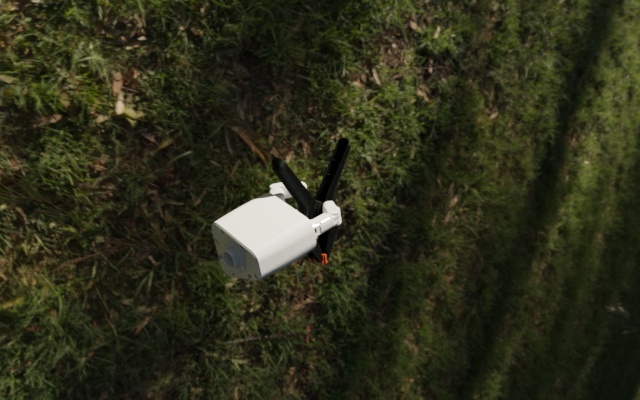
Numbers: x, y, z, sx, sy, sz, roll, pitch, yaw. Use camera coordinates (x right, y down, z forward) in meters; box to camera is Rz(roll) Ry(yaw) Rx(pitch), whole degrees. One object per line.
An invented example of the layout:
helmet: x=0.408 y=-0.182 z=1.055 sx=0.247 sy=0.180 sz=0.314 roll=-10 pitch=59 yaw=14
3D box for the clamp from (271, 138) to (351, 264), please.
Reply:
clamp: x=0.001 y=0.003 z=0.790 sx=0.036 sy=0.210 sz=0.164 roll=17 pitch=35 yaw=43
